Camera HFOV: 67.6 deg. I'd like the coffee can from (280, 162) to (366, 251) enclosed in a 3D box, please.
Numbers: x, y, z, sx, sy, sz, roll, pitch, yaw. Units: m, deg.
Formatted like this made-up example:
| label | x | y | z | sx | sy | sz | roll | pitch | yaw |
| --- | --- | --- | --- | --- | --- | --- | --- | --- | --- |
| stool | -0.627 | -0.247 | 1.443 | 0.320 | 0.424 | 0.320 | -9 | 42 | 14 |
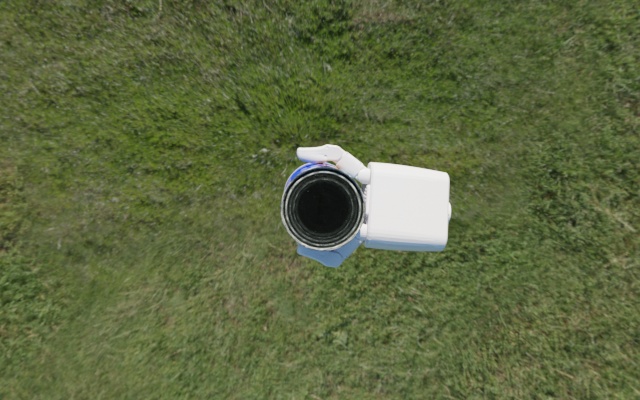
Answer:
| label | x | y | z | sx | sy | sz | roll | pitch | yaw |
| --- | --- | --- | --- | --- | --- | --- | --- | --- | --- |
| coffee can | 0.000 | 0.002 | 0.636 | 0.103 | 0.103 | 0.140 | 0 | 7 | -3 |
